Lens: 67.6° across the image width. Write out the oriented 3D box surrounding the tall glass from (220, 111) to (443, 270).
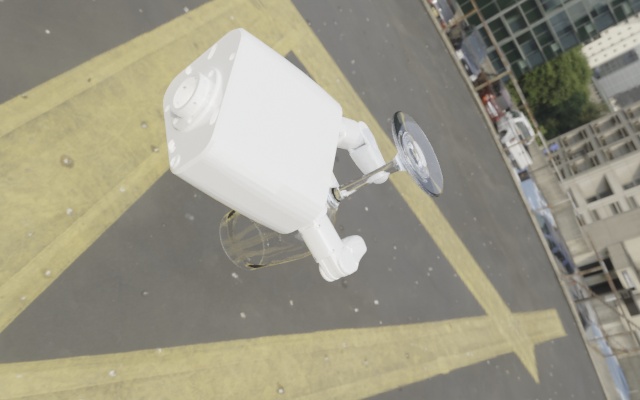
[{"bbox_3d":[0.001,0.001,0.422,0.201,0.079,0.079,-27,-14,31],"label":"tall glass"}]
